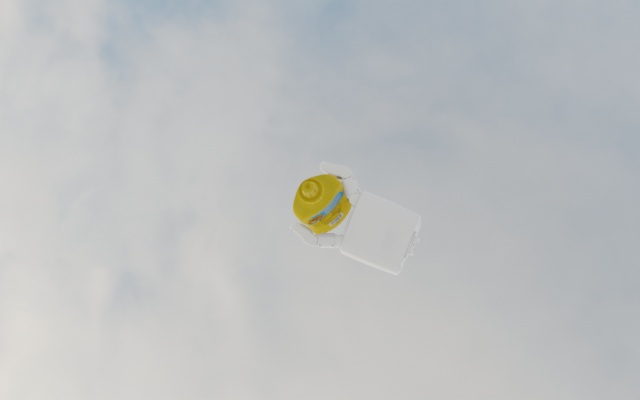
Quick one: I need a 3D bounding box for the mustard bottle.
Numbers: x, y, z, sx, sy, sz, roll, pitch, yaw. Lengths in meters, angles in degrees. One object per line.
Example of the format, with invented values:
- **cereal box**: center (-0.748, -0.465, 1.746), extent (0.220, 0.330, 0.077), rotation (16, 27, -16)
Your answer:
- **mustard bottle**: center (0.000, 0.003, 0.828), extent (0.096, 0.058, 0.192), rotation (-42, -19, 0)
